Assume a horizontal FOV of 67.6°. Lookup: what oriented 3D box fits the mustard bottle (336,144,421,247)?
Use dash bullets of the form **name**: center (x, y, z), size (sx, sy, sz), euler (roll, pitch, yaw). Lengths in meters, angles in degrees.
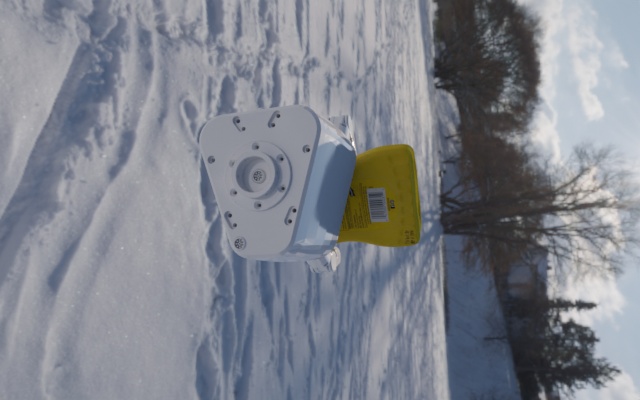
- **mustard bottle**: center (0.000, 0.001, 0.476), size (0.191, 0.096, 0.058), euler (-5, 18, 15)
